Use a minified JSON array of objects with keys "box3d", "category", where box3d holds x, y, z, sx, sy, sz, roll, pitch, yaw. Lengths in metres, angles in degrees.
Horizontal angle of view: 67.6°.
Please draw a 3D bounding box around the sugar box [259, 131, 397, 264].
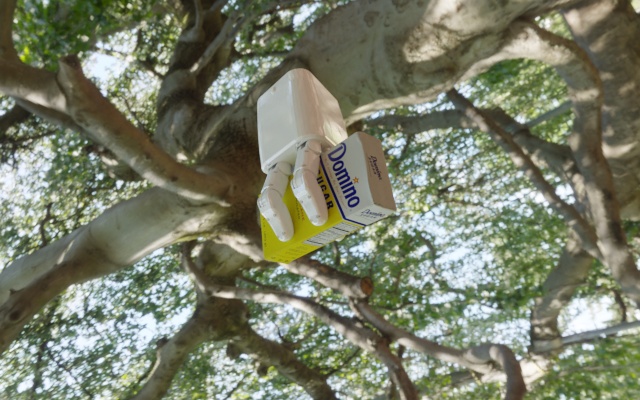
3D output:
[{"box3d":[0.000,0.002,0.558,0.048,0.093,0.176,16,-36,-41],"category":"sugar box"}]
